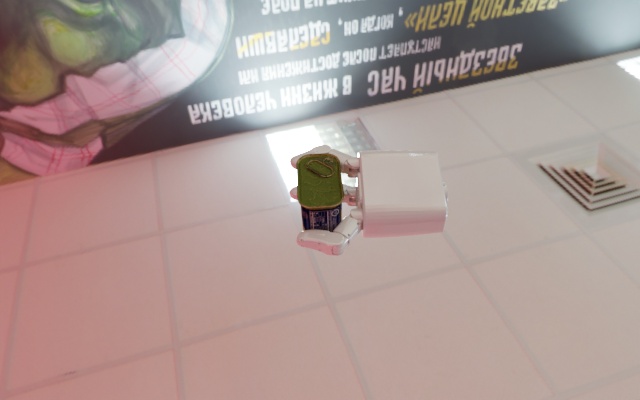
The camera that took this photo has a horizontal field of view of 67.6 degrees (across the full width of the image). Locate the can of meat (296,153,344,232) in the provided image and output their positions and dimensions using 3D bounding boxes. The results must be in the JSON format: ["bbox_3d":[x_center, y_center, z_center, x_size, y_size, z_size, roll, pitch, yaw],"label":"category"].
[{"bbox_3d":[0.000,0.002,0.628,0.057,0.084,0.102,-4,44,-1],"label":"can of meat"}]
